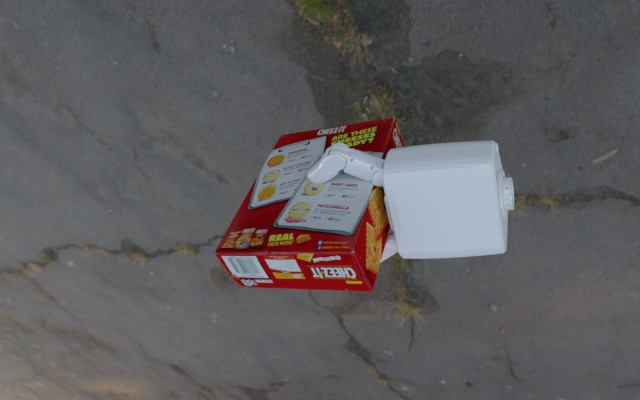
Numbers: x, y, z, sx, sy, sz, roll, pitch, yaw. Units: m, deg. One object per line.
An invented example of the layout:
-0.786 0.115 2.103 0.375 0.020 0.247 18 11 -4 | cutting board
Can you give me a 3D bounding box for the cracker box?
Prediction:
0.000 0.002 0.555 0.164 0.072 0.213 -4 42 27 | cracker box
